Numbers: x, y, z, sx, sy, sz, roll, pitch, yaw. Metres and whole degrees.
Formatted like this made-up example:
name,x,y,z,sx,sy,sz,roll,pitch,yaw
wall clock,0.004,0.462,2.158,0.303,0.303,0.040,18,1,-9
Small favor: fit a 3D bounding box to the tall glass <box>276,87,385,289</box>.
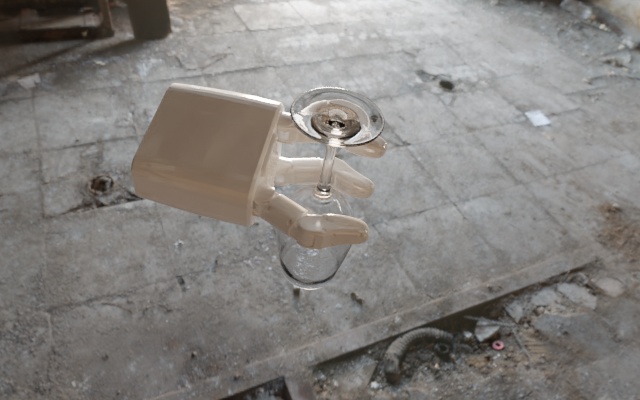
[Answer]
name,x,y,z,sx,sy,sz,roll,pitch,yaw
tall glass,0.000,0.001,0.441,0.079,0.079,0.201,0,-43,-10
